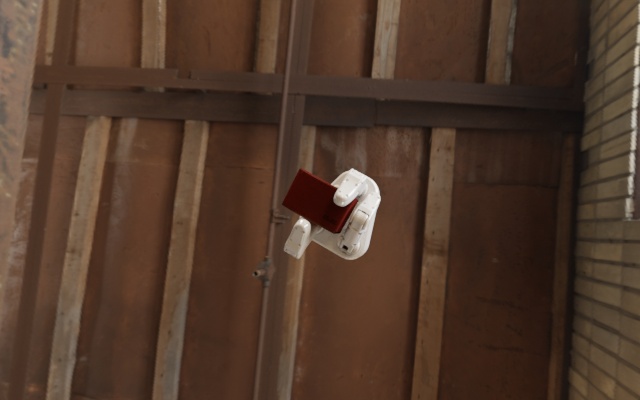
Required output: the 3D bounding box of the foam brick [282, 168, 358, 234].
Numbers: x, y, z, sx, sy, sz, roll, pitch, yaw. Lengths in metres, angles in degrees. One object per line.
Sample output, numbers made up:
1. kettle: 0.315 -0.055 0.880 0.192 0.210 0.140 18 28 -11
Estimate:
1. foam brick: 0.000 0.002 0.602 0.078 0.053 0.051 30 3 9
